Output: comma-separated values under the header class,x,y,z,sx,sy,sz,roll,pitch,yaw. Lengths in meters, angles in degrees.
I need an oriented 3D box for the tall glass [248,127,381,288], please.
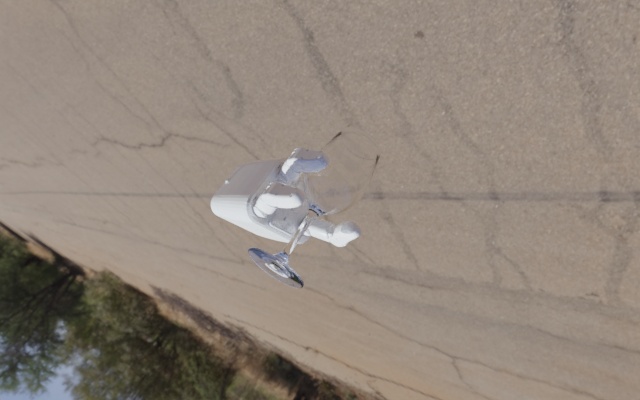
class,x,y,z,sx,sy,sz,roll,pitch,yaw
tall glass,0.000,0.002,0.575,0.079,0.201,0.079,28,-25,14
